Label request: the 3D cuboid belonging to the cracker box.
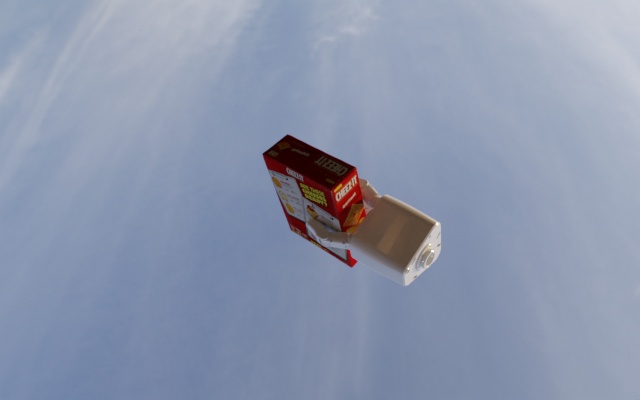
[{"bbox_3d":[0.000,0.003,0.853,0.164,0.214,0.072,29,61,34],"label":"cracker box"}]
